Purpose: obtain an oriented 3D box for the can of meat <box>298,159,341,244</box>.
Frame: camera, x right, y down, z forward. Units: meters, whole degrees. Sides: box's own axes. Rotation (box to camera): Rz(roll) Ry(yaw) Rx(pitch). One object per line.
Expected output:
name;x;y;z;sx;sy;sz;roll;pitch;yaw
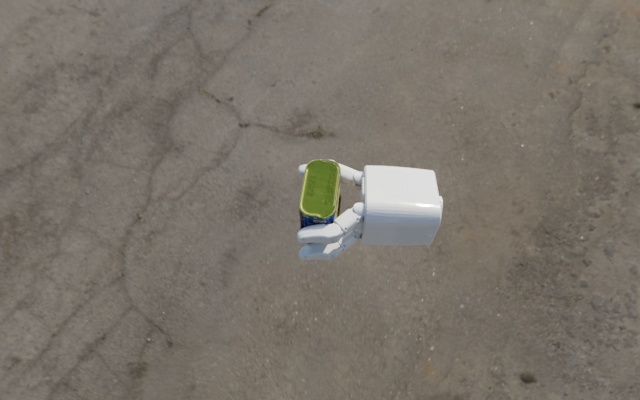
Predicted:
can of meat;0.000;0.002;0.698;0.057;0.102;0.084;6;-30;4
